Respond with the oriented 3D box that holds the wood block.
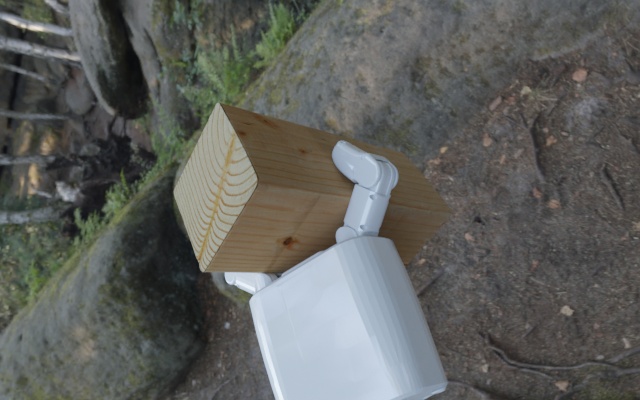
[{"bbox_3d":[0.000,0.001,0.402,0.206,0.091,0.090,9,38,-41],"label":"wood block"}]
